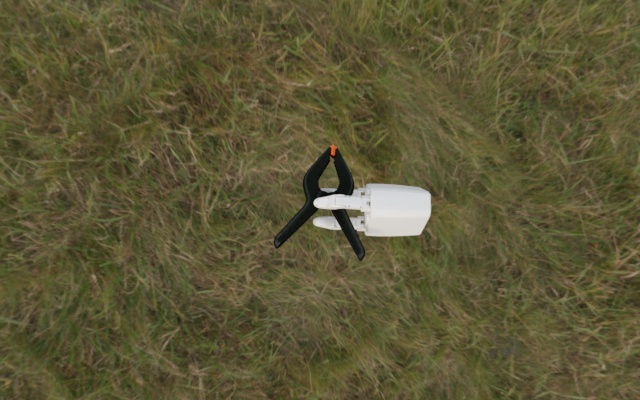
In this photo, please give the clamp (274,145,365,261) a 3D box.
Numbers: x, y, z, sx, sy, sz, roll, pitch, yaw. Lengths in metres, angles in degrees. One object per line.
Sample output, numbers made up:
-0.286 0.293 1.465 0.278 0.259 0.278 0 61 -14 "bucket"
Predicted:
0.000 0.002 0.871 0.164 0.210 0.036 2 -11 -1 "clamp"
